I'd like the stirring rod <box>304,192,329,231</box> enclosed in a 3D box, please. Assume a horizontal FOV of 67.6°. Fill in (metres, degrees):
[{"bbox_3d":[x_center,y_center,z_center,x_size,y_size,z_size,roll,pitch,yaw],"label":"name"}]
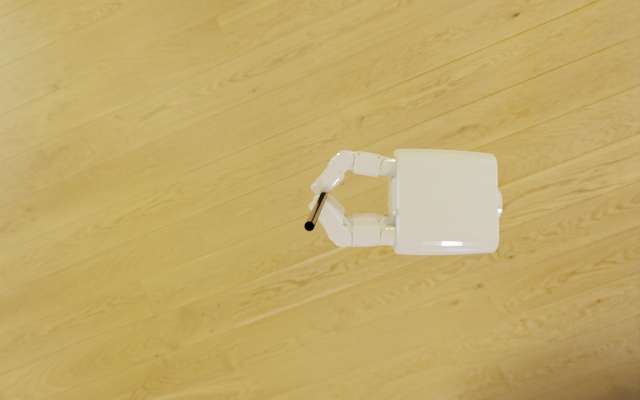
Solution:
[{"bbox_3d":[0.000,0.002,0.483,0.011,0.011,0.239,0,9,4],"label":"stirring rod"}]
